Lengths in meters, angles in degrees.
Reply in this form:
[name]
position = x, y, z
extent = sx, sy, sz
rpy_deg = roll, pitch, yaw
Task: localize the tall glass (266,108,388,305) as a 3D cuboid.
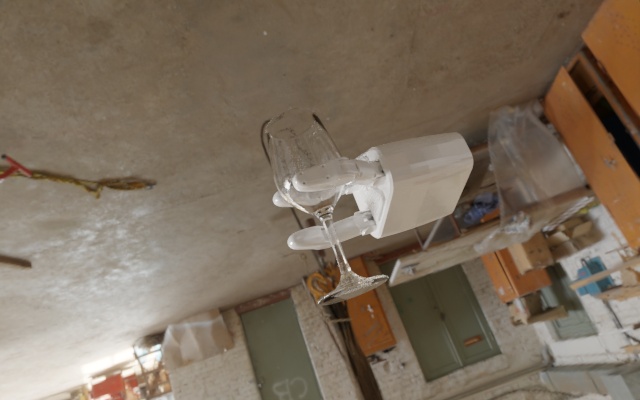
[tall glass]
position = 0.000, 0.002, 0.503
extent = 0.079, 0.201, 0.079
rpy_deg = -18, -20, -7
